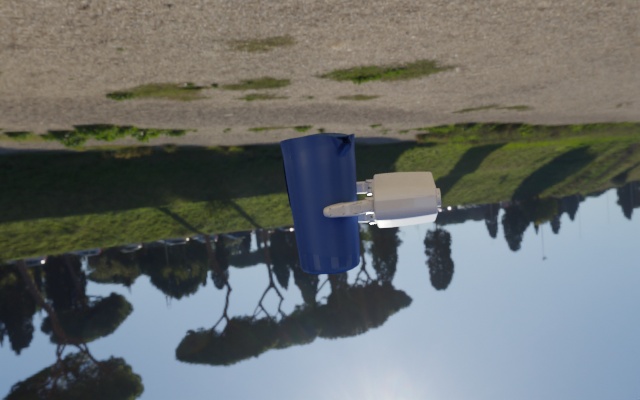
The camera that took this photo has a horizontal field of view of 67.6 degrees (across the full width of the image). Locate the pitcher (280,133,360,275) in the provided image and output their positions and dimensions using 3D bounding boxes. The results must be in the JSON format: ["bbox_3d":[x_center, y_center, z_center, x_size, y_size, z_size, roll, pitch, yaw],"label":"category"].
[{"bbox_3d":[0.000,0.003,0.861,0.145,0.243,0.149,-5,3,7],"label":"pitcher"}]
